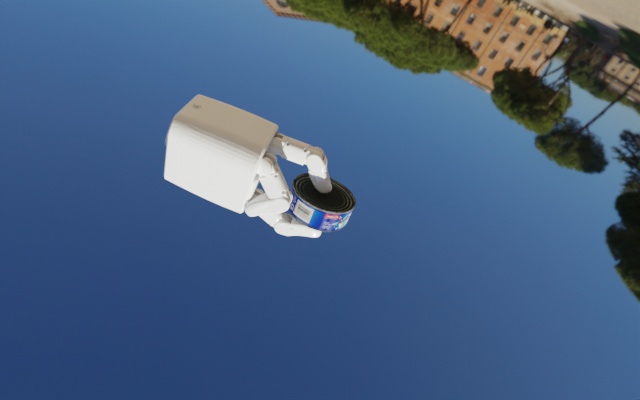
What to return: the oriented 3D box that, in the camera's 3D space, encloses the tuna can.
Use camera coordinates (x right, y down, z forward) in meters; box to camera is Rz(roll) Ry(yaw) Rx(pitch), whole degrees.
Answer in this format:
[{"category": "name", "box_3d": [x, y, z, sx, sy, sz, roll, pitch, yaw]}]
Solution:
[{"category": "tuna can", "box_3d": [0.000, 0.003, 0.619, 0.086, 0.034, 0.086, 16, 31, -10]}]
